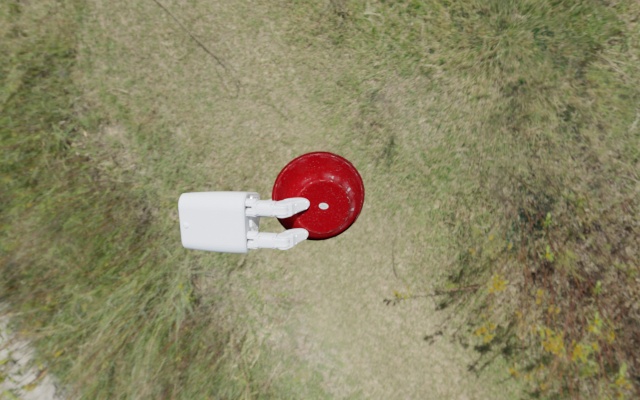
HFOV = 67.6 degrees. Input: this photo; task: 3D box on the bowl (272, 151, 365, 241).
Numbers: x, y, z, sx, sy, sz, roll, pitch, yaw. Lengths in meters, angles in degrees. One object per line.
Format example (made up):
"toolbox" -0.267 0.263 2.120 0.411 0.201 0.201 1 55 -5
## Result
"bowl" 0.001 0.002 0.794 0.162 0.162 0.055 0 19 -8
